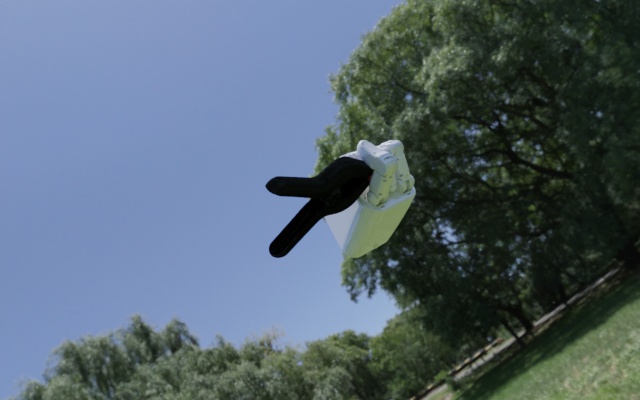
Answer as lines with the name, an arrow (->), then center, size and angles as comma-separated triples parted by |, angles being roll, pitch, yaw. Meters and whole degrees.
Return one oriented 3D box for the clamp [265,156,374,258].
clamp -> 0.000, 0.001, 0.588 | 0.171, 0.120, 0.039 | -20, 53, -35
